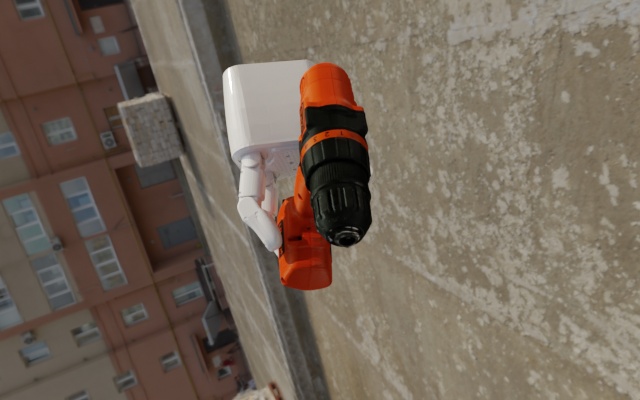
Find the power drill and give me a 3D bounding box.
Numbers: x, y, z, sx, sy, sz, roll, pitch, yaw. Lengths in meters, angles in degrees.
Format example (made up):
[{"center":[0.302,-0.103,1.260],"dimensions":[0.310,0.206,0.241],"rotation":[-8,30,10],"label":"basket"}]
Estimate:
[{"center":[0.000,0.001,0.425],"dimensions":[0.057,0.184,0.188],"rotation":[5,-41,-10],"label":"power drill"}]
